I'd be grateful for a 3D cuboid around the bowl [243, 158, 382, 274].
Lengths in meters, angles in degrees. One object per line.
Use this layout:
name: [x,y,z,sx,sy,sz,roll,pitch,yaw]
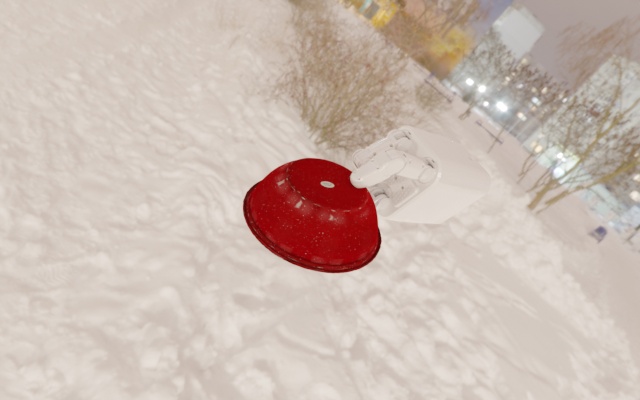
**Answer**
bowl: [-0.001,0.002,0.518,0.162,0.055,0.162,14,36,-10]
